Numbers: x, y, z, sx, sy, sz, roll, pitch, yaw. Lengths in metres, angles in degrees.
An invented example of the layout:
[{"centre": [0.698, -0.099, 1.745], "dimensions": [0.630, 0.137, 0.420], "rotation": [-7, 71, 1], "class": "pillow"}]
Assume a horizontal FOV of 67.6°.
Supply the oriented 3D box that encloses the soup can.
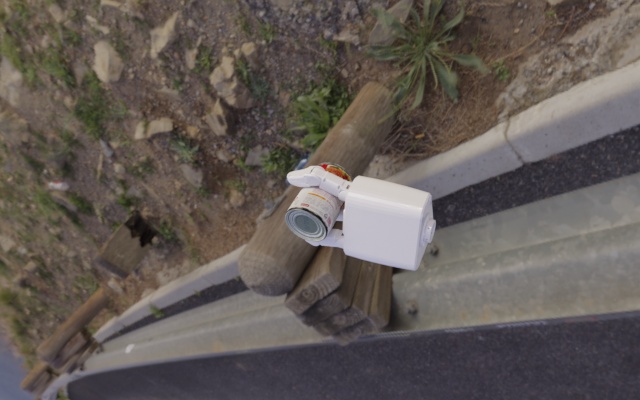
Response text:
[{"centre": [0.000, 0.002, 0.698], "dimensions": [0.068, 0.068, 0.102], "rotation": [0, 42, 34], "class": "soup can"}]
